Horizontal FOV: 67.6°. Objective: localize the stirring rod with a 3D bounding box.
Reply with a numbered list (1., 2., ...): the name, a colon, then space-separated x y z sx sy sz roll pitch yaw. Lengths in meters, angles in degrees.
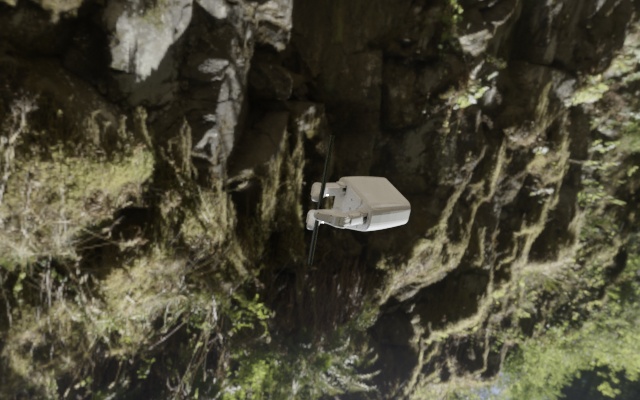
1. stirring rod: 0.000 0.003 0.830 0.011 0.240 0.011 9 19 -3
